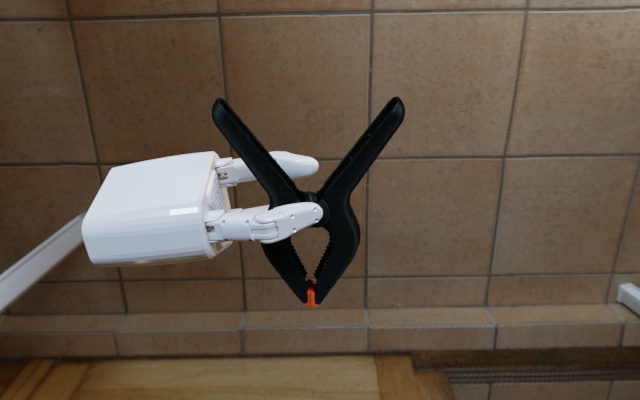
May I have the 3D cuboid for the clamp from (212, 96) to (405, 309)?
[{"bbox_3d":[0.000,0.002,0.440,0.164,0.210,0.036,-7,21,2],"label":"clamp"}]
